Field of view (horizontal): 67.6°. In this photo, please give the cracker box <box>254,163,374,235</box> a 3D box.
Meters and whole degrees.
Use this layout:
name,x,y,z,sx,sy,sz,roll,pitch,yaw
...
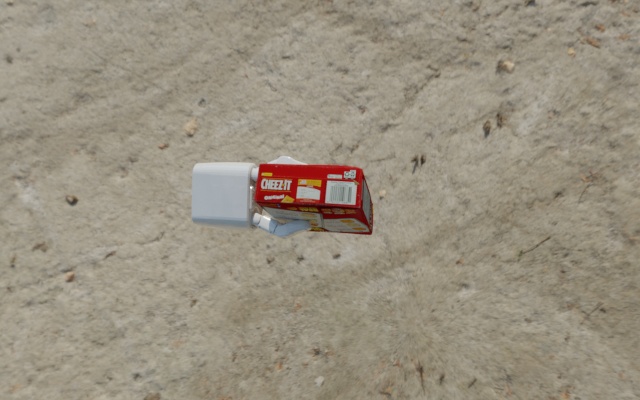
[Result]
name,x,y,z,sx,sy,sz,roll,pitch,yaw
cracker box,0.000,0.003,0.809,0.164,0.072,0.214,3,-14,11
